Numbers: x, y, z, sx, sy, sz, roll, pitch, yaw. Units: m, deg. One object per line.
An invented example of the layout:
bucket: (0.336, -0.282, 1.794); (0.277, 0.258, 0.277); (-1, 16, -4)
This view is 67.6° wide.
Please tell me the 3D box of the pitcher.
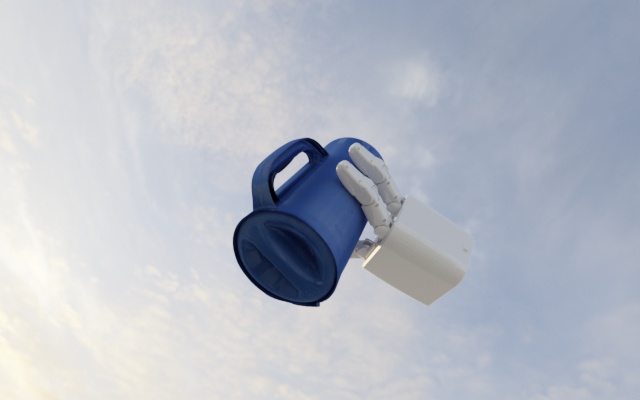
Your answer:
pitcher: (0.000, 0.002, 0.618); (0.145, 0.149, 0.242); (32, 39, 5)
